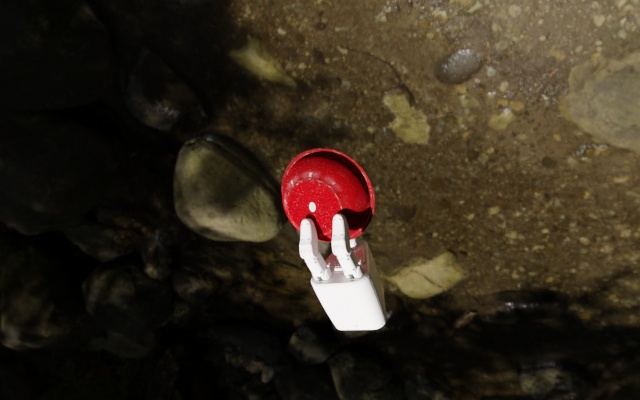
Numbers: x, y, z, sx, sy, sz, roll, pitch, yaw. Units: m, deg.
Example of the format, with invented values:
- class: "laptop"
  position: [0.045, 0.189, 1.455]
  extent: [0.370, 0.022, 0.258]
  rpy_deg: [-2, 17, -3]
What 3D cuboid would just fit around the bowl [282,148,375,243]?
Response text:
- class: "bowl"
  position: [-0.001, 0.001, 0.744]
  extent: [0.162, 0.162, 0.055]
  rpy_deg: [0, 19, 25]
